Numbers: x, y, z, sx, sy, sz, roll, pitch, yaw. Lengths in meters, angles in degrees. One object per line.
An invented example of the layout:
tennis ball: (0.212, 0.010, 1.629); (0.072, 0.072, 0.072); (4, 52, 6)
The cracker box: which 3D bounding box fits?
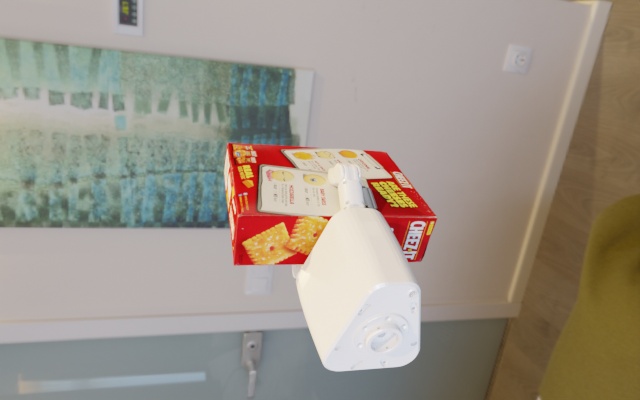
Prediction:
cracker box: (0.000, 0.002, 0.559); (0.214, 0.072, 0.164); (2, 31, -17)
